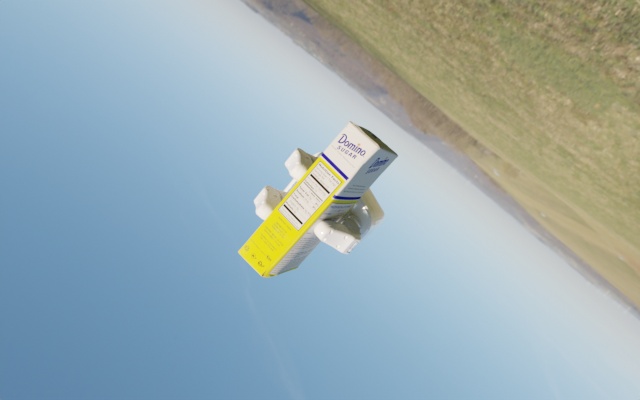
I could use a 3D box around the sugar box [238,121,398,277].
[{"bbox_3d":[0.000,0.001,0.500,0.048,0.176,0.093,43,13,15],"label":"sugar box"}]
